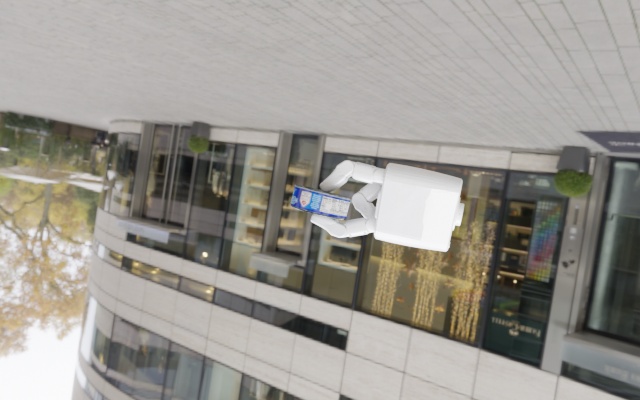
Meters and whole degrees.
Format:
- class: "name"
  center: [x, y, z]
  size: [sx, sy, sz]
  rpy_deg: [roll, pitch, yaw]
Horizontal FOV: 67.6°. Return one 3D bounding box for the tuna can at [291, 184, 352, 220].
- class: "tuna can"
  center: [0.000, 0.003, 0.698]
  size: [0.086, 0.034, 0.086]
  rpy_deg: [14, 2, -1]
